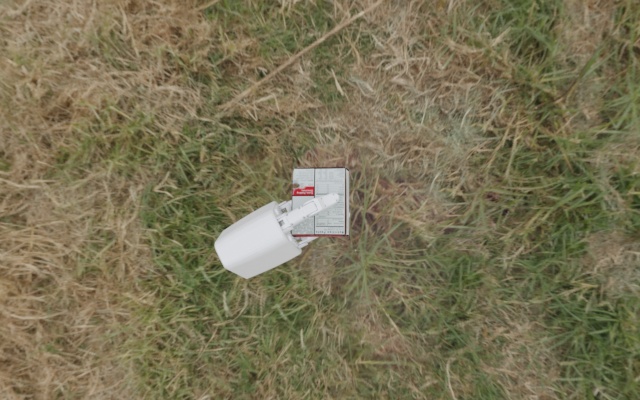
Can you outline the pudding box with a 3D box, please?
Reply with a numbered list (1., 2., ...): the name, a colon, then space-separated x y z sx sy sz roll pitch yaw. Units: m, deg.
1. pudding box: 0.000 0.002 0.765 0.090 0.113 0.039 0 -4 8
